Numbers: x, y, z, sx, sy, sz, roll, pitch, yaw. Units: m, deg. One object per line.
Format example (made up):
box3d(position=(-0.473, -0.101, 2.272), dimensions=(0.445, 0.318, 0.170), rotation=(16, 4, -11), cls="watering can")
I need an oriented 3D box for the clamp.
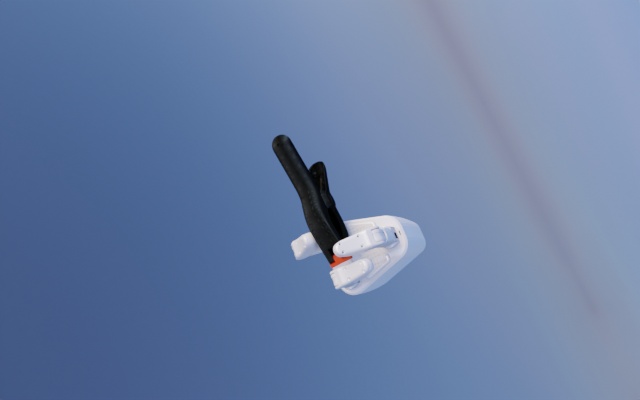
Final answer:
box3d(position=(0.001, 0.002, 0.607), dimensions=(0.039, 0.171, 0.120), rotation=(-28, -16, 23), cls="clamp")
